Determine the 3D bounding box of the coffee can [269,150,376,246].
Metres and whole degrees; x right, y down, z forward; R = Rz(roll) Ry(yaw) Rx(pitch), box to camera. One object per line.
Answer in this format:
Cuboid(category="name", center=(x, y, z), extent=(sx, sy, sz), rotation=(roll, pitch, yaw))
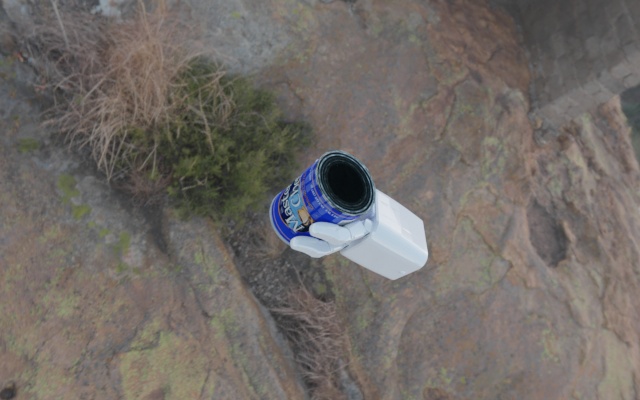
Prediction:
Cuboid(category="coffee can", center=(0.000, 0.002, 0.719), extent=(0.103, 0.102, 0.140), rotation=(0, -24, -36))
